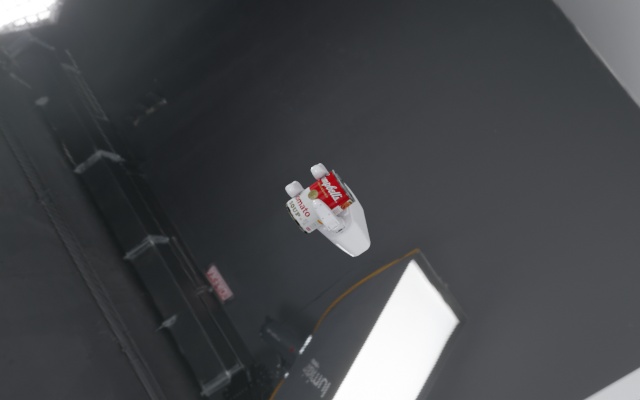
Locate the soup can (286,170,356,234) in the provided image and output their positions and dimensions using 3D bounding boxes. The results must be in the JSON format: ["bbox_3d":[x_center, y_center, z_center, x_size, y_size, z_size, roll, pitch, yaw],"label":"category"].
[{"bbox_3d":[0.000,0.003,0.828,0.102,0.068,0.068,-35,-5,7],"label":"soup can"}]
